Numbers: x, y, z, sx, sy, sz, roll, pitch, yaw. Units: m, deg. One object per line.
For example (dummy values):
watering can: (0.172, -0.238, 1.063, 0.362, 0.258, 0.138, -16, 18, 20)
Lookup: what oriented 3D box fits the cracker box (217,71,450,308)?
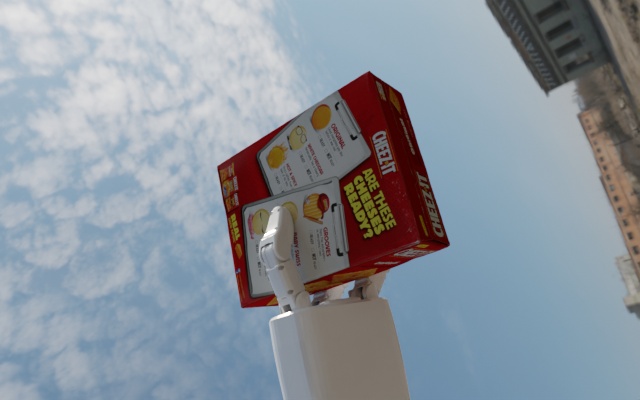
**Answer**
cracker box: (0.000, 0.002, 0.477, 0.214, 0.164, 0.072, -26, -22, 32)
